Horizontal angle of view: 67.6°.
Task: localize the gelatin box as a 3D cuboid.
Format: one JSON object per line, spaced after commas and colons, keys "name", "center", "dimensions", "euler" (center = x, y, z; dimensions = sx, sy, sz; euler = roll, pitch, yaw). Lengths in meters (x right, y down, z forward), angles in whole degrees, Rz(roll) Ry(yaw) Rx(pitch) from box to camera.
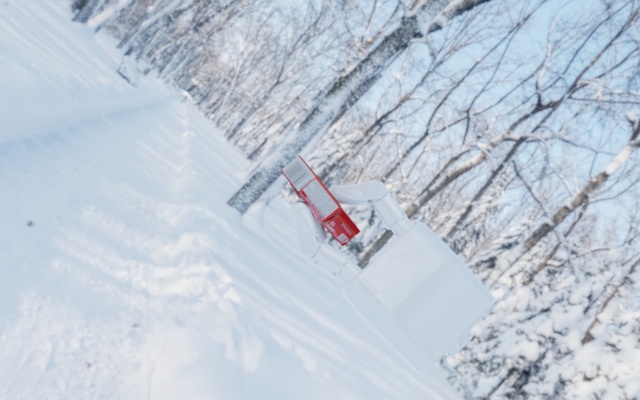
{"name": "gelatin box", "center": [0.000, 0.001, 0.531], "dimensions": [0.030, 0.089, 0.073], "euler": [-38, -30, 1]}
